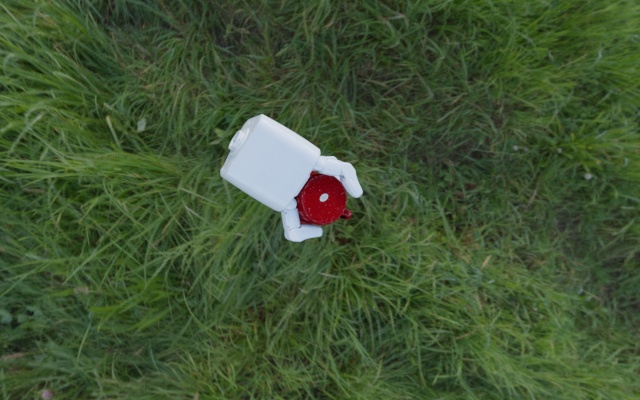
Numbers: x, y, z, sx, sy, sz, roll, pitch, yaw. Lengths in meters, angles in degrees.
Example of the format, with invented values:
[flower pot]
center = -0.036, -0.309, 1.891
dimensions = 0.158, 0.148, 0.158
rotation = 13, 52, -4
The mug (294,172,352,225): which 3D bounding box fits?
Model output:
[mug]
center = 0.001, 0.003, 0.778
dimensions = 0.117, 0.093, 0.081
rotation = 31, -10, -22
